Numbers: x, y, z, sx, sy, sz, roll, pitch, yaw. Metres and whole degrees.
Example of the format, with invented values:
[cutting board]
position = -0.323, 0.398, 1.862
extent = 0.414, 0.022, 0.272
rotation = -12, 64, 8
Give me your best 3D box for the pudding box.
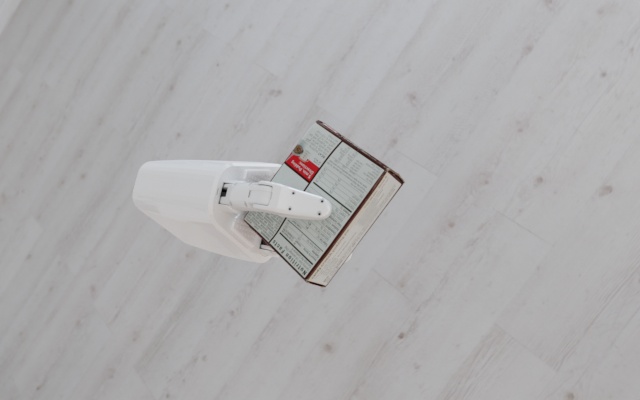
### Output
[pudding box]
position = 0.000, 0.001, 0.401
extent = 0.090, 0.113, 0.039
rotation = 40, 7, 32
